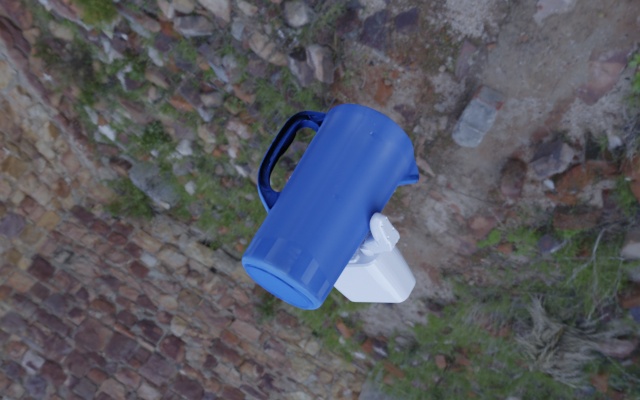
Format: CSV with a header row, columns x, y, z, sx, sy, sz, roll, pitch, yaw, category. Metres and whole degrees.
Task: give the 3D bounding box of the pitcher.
x,y,z,sx,sy,sz,roll,pitch,yaw,category
0.000,0.002,0.599,0.149,0.242,0.145,7,-34,45,pitcher
